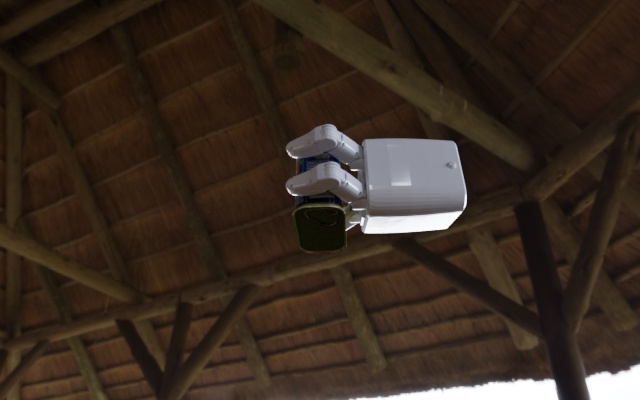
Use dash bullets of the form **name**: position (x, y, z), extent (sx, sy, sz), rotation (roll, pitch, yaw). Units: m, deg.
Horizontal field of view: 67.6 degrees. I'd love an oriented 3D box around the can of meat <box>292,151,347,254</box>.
- **can of meat**: position (0.000, 0.002, 0.558), extent (0.057, 0.084, 0.102), rotation (-2, -35, 3)
